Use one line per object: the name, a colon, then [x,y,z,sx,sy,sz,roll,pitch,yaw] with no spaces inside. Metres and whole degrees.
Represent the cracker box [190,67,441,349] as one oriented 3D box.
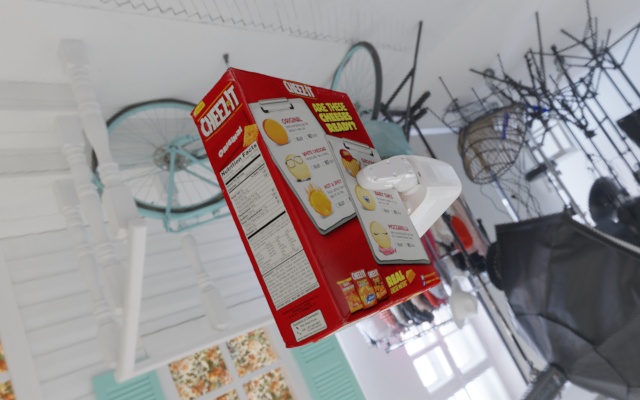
cracker box: [0.000,0.001,0.419,0.072,0.213,0.164,-35,-18,33]
